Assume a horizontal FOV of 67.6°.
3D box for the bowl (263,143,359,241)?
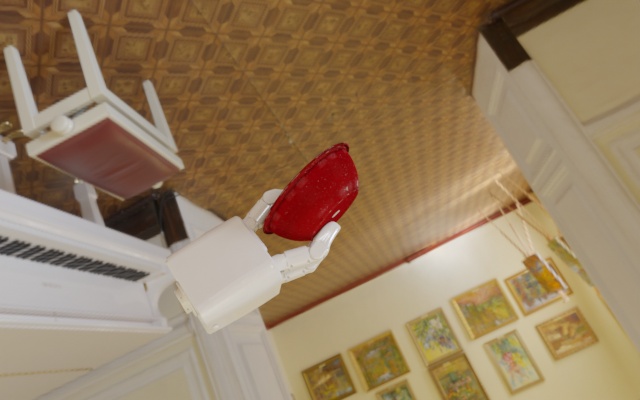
[{"bbox_3d":[0.001,0.001,0.632,0.055,0.162,0.162,42,11,12],"label":"bowl"}]
